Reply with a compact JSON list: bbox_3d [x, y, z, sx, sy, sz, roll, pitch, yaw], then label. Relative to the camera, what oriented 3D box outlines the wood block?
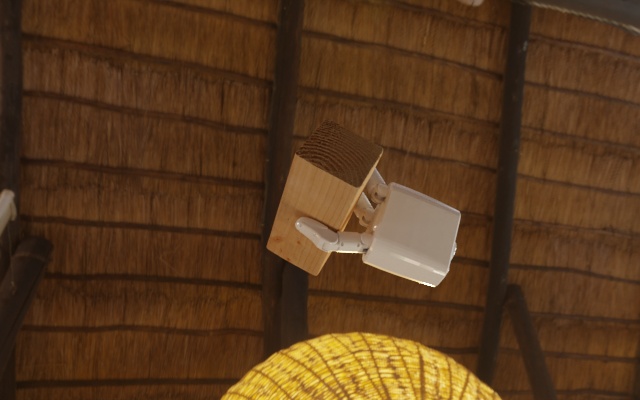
[{"bbox_3d":[0.000,0.003,0.669,0.090,0.206,0.090,29,48,7],"label":"wood block"}]
